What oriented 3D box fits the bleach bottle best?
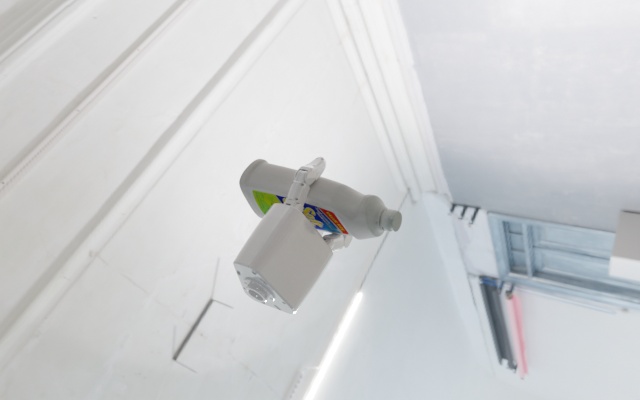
[{"bbox_3d":[0.000,0.002,0.711,0.251,0.103,0.068,11,51,34],"label":"bleach bottle"}]
